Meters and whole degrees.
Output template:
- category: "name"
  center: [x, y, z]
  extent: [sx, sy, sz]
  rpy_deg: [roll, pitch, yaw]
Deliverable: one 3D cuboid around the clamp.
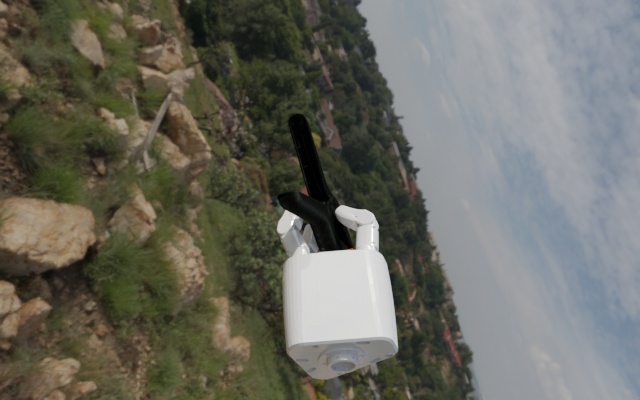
- category: "clamp"
  center: [0.001, 0.002, 0.612]
  extent: [0.036, 0.164, 0.210]
  rpy_deg: [-14, -43, 16]
